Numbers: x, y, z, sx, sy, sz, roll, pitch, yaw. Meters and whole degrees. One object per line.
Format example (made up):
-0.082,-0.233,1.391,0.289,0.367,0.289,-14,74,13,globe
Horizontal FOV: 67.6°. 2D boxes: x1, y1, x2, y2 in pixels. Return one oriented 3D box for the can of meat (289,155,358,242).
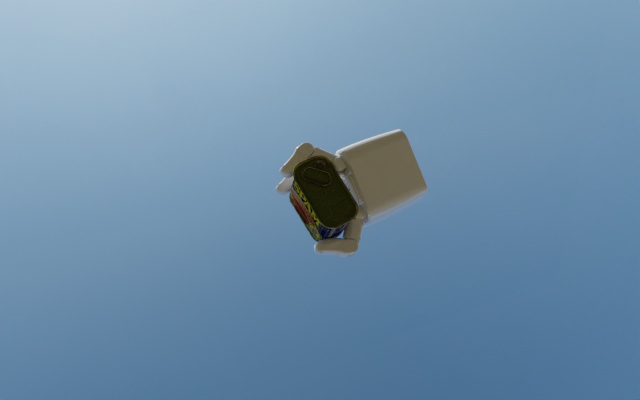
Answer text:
0.000,0.002,0.661,0.057,0.102,0.084,-27,-15,-18,can of meat
